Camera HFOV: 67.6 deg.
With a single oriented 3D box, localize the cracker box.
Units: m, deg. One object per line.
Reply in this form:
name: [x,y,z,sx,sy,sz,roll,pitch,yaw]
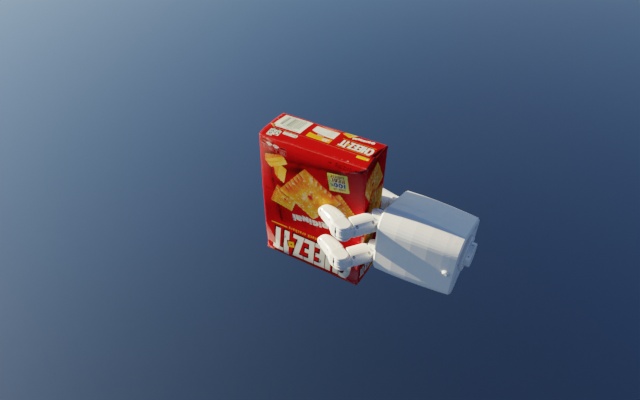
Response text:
cracker box: [0.000,0.002,0.679,0.164,0.214,0.072,21,43,23]
